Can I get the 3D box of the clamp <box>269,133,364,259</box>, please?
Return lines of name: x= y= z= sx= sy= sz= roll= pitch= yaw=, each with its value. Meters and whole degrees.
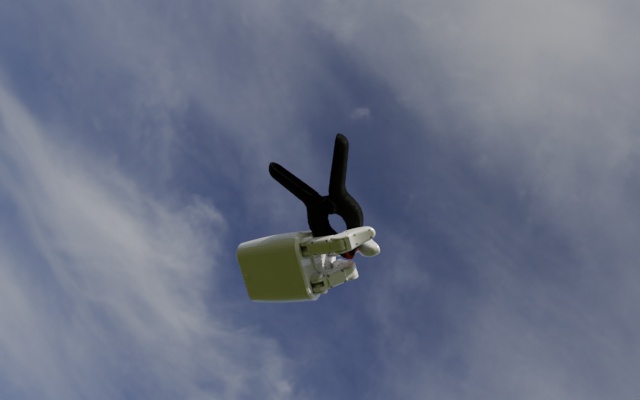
clamp: x=0.000 y=0.002 z=0.660 sx=0.120 sy=0.171 sz=0.039 roll=-10 pitch=11 yaw=27
